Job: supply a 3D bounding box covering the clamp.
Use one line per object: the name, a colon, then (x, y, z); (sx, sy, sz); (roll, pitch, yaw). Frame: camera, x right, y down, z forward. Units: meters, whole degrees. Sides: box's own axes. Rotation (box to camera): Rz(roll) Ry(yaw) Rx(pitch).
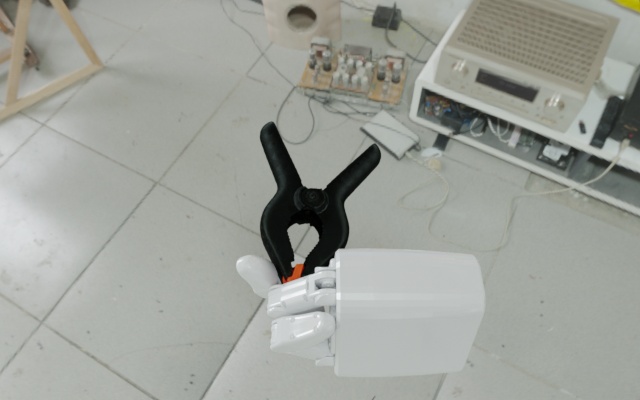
clamp: (0.000, 0.001, 0.437); (0.120, 0.171, 0.039); (1, -28, -2)
